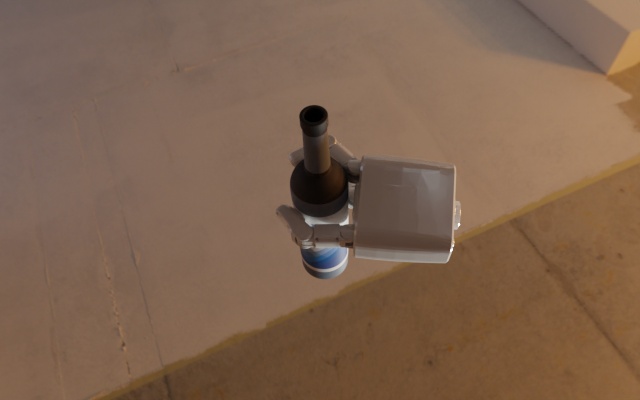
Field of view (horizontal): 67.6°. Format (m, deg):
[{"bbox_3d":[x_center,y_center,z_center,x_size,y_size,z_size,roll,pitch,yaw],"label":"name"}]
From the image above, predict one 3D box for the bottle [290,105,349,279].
[{"bbox_3d":[0.000,0.002,0.570,0.069,0.069,0.296,0,-34,3],"label":"bottle"}]
